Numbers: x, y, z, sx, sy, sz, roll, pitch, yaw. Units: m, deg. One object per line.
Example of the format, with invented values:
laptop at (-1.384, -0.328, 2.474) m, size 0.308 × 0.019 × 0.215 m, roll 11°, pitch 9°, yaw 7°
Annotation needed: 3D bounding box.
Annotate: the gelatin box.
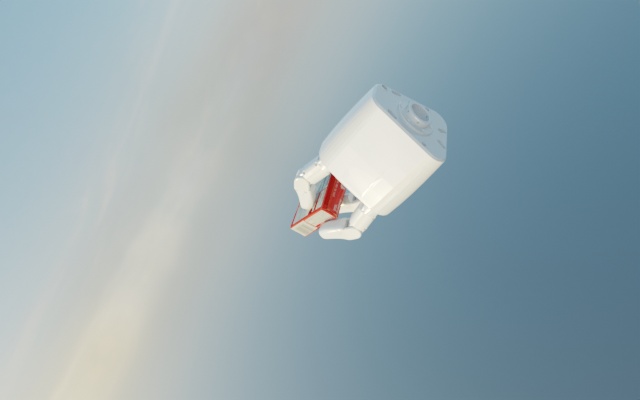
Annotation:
gelatin box at (0.000, 0.002, 0.663) m, size 0.030 × 0.073 × 0.089 m, roll 31°, pitch -35°, yaw -19°
